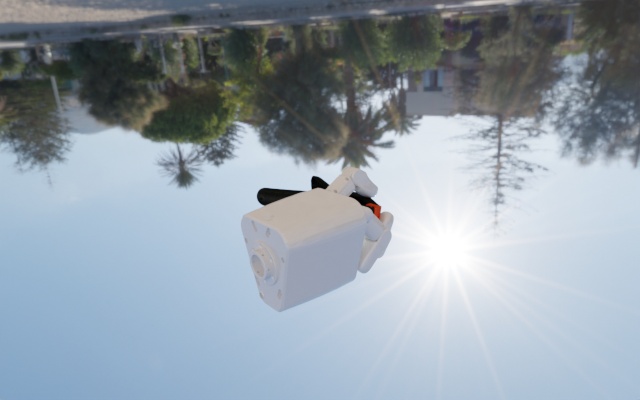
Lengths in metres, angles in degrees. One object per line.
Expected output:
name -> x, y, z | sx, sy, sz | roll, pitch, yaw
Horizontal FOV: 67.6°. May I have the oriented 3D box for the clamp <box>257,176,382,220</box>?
clamp -> 0.000, 0.003, 0.633 | 0.120, 0.039, 0.171 | -19, 24, -35
